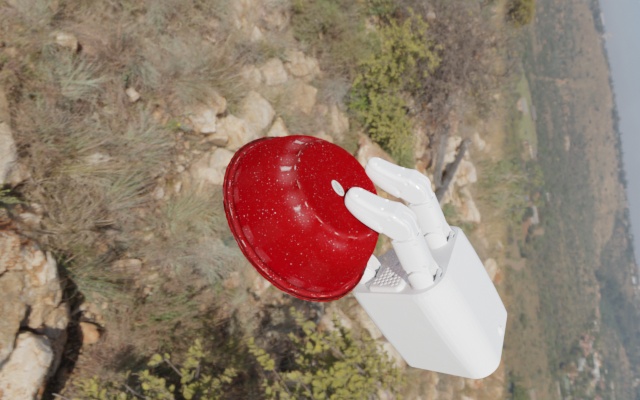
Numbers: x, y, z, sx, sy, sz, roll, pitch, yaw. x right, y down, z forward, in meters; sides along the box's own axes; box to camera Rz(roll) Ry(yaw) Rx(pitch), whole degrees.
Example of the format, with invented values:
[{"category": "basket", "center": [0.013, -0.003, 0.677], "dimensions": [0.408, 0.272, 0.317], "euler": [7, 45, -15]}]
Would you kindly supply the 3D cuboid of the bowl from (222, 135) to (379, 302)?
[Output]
[{"category": "bowl", "center": [-0.001, 0.000, 0.410], "dimensions": [0.162, 0.162, 0.055], "euler": [0, -26, -43]}]
